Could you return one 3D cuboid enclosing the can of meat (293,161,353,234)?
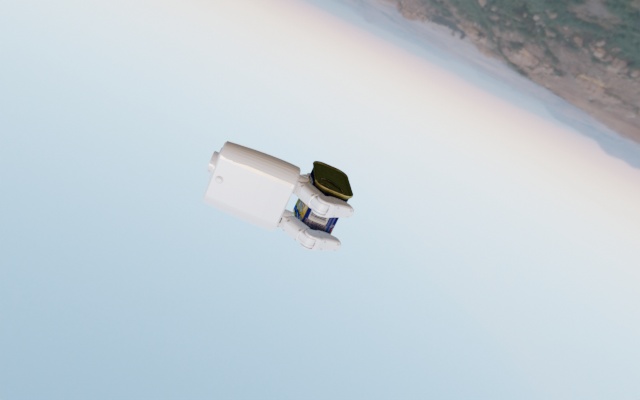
[{"bbox_3d":[0.000,0.003,0.689,0.057,0.084,0.102,21,21,-13],"label":"can of meat"}]
